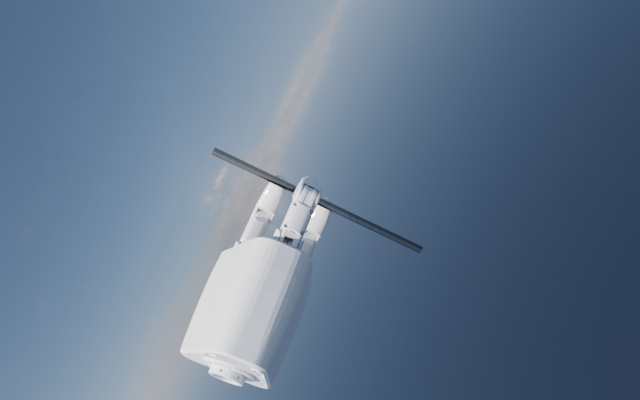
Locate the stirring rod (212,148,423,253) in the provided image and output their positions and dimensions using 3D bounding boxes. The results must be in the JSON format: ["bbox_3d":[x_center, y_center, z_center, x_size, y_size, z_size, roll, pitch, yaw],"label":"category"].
[{"bbox_3d":[0.000,0.002,0.495,0.239,0.011,0.011,26,-4,-8],"label":"stirring rod"}]
